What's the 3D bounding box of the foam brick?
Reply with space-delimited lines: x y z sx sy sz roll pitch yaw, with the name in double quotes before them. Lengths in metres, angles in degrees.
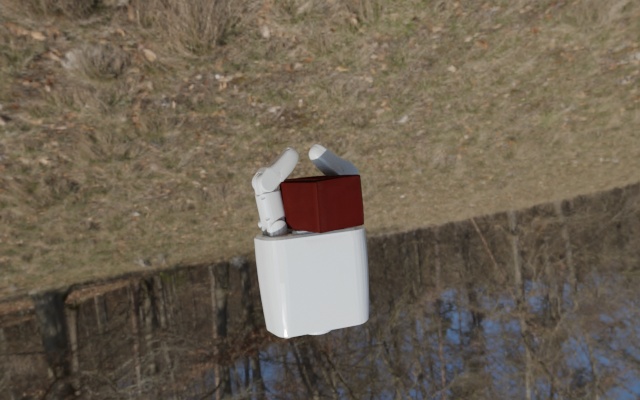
"foam brick" 0.000 0.002 0.482 0.053 0.051 0.078 -8 5 -31
